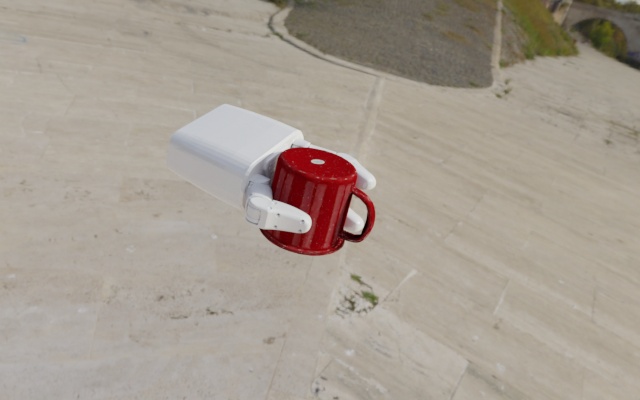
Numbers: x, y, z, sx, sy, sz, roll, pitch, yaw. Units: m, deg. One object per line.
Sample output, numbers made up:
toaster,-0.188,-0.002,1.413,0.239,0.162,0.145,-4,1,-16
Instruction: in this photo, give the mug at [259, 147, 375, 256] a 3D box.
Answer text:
mug,0.001,0.002,0.482,0.117,0.081,0.093,23,27,18
